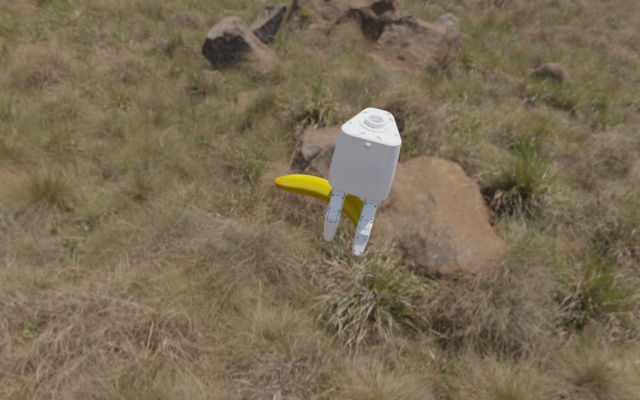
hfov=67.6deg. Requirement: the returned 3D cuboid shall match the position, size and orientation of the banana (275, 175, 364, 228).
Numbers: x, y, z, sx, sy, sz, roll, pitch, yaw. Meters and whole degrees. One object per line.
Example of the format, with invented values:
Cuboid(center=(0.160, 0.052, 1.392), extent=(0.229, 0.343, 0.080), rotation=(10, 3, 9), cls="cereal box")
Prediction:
Cuboid(center=(0.014, -0.004, 0.837), extent=(0.197, 0.037, 0.069), rotation=(31, 44, 21), cls="banana")
